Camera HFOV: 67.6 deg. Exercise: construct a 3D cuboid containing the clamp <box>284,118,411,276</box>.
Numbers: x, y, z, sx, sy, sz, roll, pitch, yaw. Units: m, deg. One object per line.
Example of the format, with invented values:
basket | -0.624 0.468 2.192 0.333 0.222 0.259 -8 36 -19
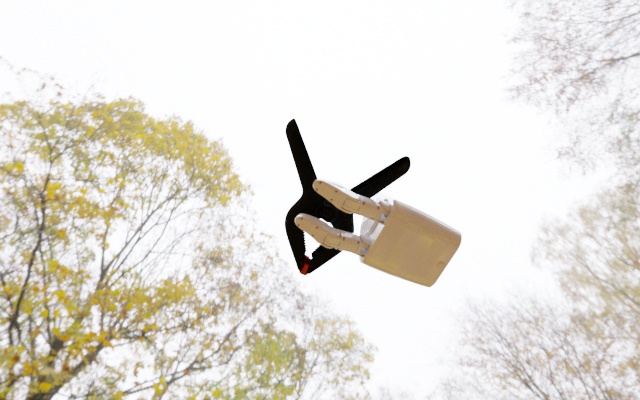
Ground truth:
clamp | 0.000 0.002 0.632 0.164 0.210 0.036 24 21 -7
